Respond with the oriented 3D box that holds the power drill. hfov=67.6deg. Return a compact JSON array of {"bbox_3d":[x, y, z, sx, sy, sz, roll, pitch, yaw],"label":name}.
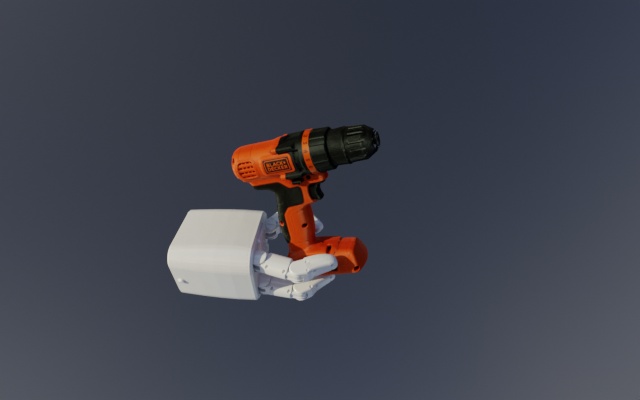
[{"bbox_3d":[0.000,0.002,0.590,0.184,0.188,0.057,-7,26,24],"label":"power drill"}]
